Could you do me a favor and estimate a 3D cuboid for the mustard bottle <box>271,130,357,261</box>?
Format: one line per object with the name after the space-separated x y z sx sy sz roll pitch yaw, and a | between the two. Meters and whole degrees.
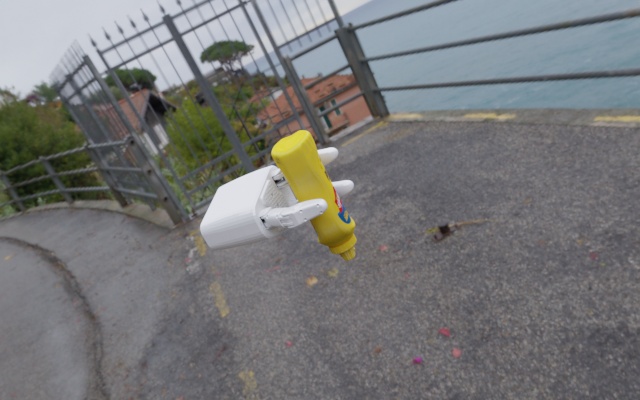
0.000 0.002 0.658 0.058 0.192 0.096 -25 19 5 | mustard bottle
